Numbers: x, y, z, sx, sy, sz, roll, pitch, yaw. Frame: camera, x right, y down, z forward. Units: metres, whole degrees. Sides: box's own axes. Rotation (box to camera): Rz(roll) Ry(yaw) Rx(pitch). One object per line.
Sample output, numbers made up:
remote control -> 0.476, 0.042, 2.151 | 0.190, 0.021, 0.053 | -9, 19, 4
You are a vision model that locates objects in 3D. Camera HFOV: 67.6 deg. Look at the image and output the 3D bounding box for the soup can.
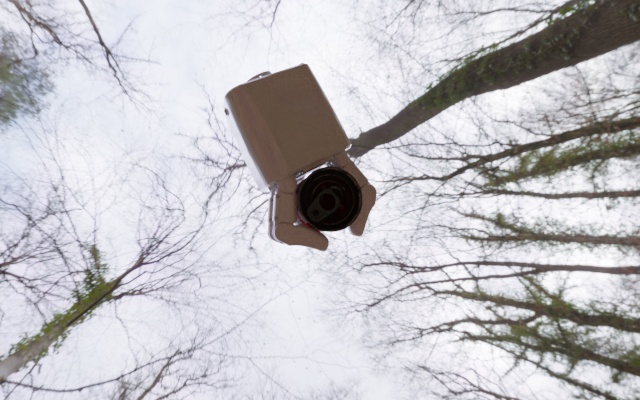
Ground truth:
soup can -> 0.000, 0.002, 0.539 | 0.068, 0.068, 0.102 | 0, -4, -12
